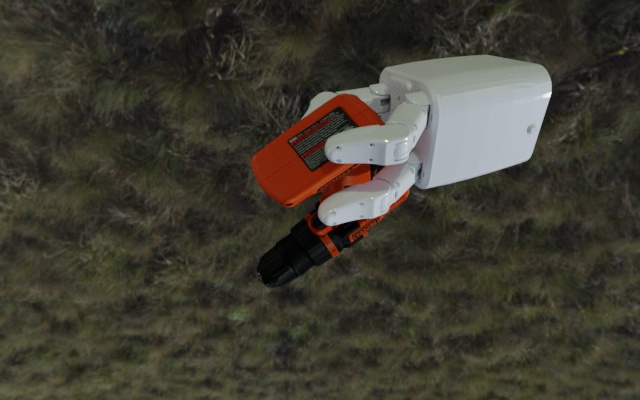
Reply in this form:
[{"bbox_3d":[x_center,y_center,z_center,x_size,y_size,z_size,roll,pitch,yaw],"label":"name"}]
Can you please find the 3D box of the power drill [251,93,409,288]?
[{"bbox_3d":[0.000,0.001,0.438,0.184,0.057,0.188,-38,-23,-6],"label":"power drill"}]
